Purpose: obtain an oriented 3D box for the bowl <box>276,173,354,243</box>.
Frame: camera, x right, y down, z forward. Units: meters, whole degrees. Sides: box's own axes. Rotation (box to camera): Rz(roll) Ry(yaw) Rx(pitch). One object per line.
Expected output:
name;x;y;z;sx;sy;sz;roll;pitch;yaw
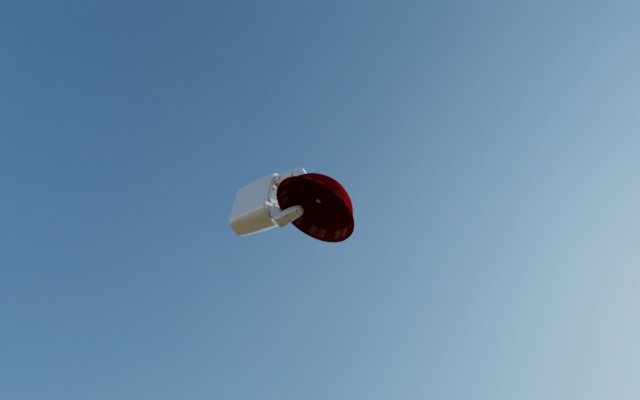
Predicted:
bowl;0.001;0.003;0.889;0.162;0.162;0.055;0;41;38
